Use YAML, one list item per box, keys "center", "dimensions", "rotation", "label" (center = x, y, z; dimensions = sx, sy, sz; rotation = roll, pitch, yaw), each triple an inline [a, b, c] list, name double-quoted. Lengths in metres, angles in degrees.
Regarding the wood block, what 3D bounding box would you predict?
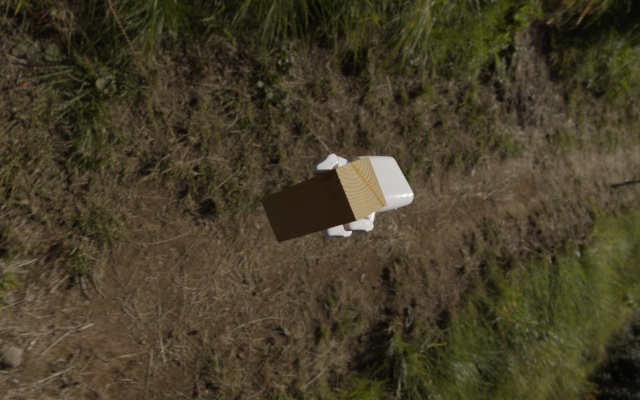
- center: [0.000, 0.002, 0.842]
  dimensions: [0.206, 0.091, 0.090]
  rotation: [-20, 3, 46]
  label: "wood block"
